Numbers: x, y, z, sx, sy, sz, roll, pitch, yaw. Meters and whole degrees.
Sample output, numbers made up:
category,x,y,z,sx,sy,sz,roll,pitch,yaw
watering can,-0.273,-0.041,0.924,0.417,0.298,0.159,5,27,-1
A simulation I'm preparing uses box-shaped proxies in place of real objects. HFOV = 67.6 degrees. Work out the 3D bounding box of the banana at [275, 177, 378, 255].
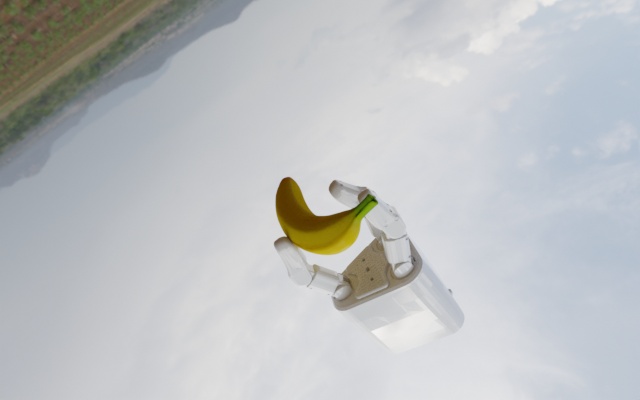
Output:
category,x,y,z,sx,sy,sz,roll,pitch,yaw
banana,-0.009,0.017,0.495,0.037,0.069,0.198,43,-12,-27
